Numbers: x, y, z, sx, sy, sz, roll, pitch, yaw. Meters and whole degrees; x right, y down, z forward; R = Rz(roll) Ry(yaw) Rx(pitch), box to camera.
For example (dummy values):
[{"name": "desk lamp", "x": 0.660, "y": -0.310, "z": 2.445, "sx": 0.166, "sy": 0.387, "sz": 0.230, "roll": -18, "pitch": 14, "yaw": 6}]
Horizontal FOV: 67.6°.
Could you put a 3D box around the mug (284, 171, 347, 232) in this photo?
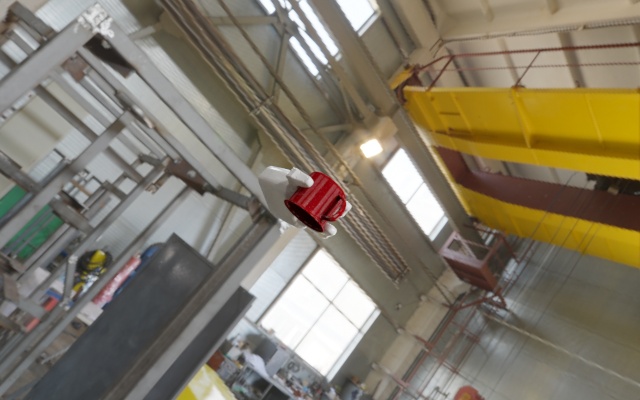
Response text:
[{"name": "mug", "x": 0.001, "y": 0.003, "z": 0.888, "sx": 0.117, "sy": 0.081, "sz": 0.093, "roll": 22, "pitch": -23, "yaw": 46}]
